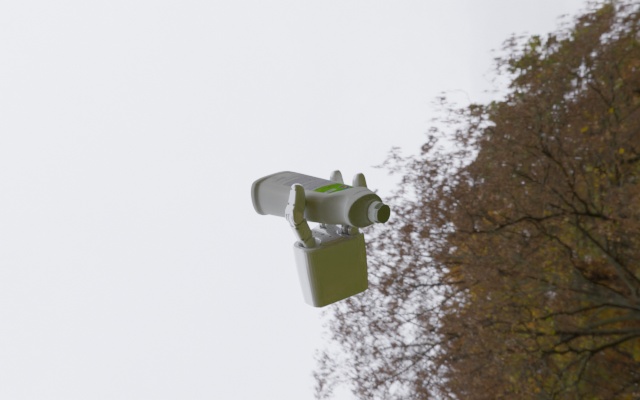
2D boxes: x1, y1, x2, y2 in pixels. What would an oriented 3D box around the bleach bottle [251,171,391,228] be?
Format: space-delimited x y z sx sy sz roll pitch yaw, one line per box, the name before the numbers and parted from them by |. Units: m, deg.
bleach bottle | 0.000 0.002 0.757 0.102 0.068 0.251 -23 24 -37
